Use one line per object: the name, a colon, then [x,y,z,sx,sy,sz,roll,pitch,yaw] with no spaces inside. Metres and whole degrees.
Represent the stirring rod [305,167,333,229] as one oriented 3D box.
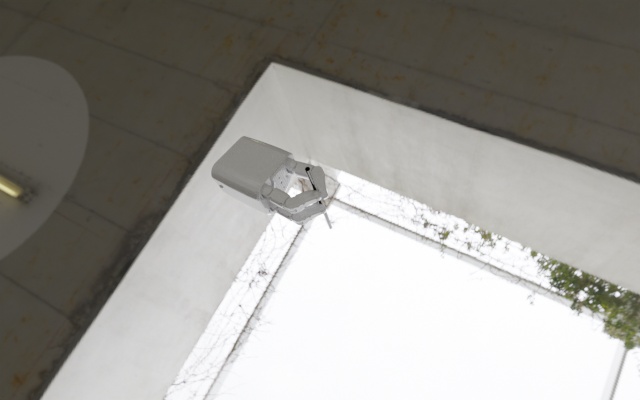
stirring rod: [0.000,0.003,0.833,0.011,0.011,0.240,0,-25,10]
